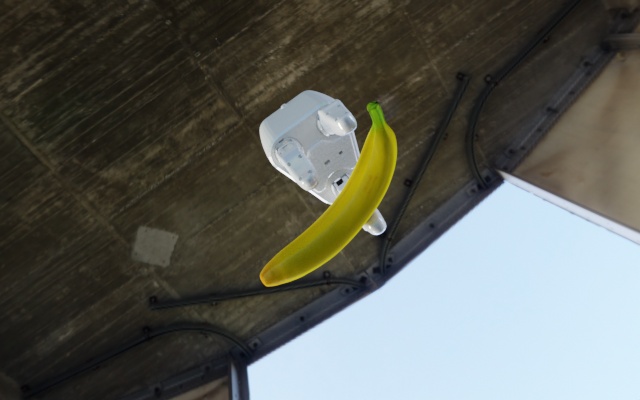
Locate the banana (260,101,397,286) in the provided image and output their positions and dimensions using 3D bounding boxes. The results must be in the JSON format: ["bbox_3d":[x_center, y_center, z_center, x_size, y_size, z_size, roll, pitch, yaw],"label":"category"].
[{"bbox_3d":[0.017,0.006,0.447,0.070,0.198,0.037,25,14,-26],"label":"banana"}]
